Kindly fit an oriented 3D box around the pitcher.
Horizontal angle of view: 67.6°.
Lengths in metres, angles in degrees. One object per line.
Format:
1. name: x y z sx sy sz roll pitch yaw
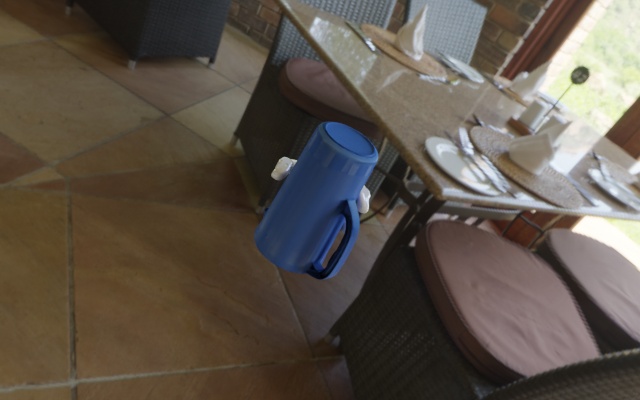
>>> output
1. pitcher: 0.000 0.002 0.791 0.149 0.243 0.145 25 30 -8
